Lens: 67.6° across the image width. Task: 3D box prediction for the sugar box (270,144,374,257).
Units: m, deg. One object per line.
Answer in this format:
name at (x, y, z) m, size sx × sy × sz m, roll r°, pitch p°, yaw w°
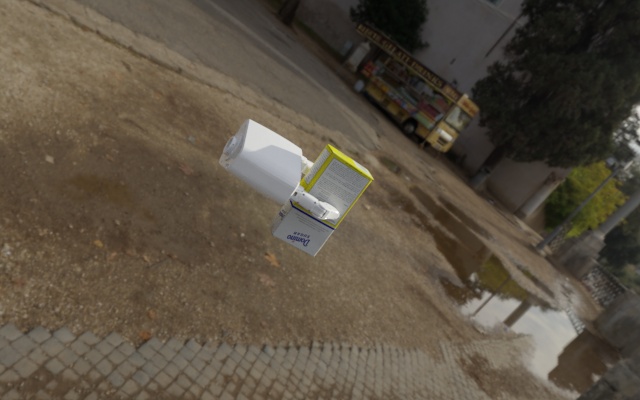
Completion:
sugar box at (0.000, 0.002, 0.814) m, size 0.093 × 0.176 × 0.048 m, roll 31°, pitch 17°, yaw -24°
